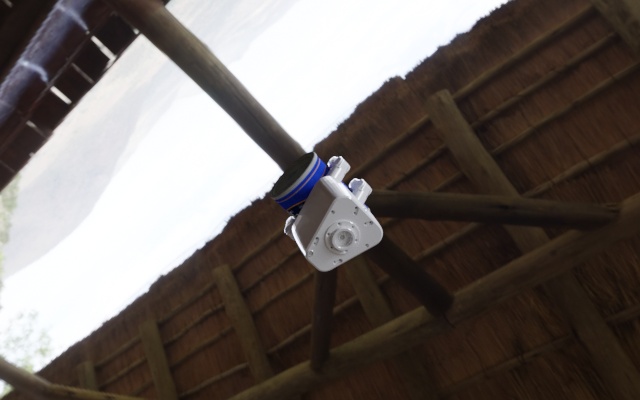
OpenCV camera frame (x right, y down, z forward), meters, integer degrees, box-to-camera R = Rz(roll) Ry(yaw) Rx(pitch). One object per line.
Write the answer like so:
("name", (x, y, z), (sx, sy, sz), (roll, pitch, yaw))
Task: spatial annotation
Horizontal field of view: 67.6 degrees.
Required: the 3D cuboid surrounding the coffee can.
("coffee can", (0.000, 0.003, 0.804), (0.140, 0.102, 0.103), (44, -18, -19))
